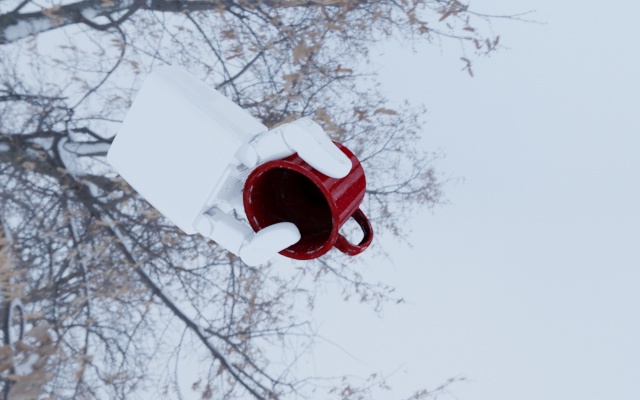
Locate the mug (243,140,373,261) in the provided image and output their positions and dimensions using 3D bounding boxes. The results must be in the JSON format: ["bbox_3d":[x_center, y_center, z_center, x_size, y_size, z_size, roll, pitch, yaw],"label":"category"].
[{"bbox_3d":[0.001,0.002,0.430,0.117,0.093,0.081,39,37,6],"label":"mug"}]
